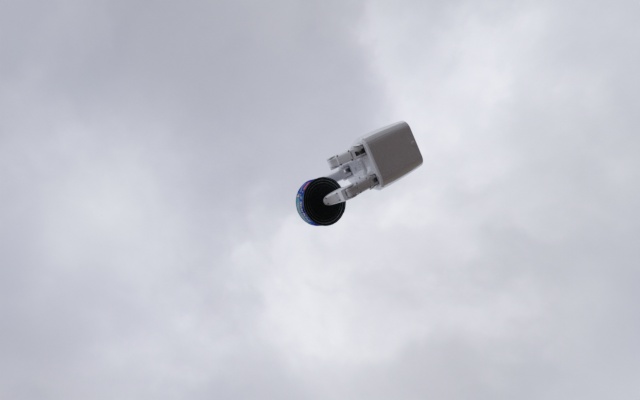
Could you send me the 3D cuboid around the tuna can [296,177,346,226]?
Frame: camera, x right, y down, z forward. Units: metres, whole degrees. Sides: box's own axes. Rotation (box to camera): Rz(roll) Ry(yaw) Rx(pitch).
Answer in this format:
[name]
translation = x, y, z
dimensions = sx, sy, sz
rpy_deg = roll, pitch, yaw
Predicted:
[tuna can]
translation = 0.000, 0.003, 0.836
dimensions = 0.086, 0.086, 0.034
rpy_deg = 0, -4, -30
